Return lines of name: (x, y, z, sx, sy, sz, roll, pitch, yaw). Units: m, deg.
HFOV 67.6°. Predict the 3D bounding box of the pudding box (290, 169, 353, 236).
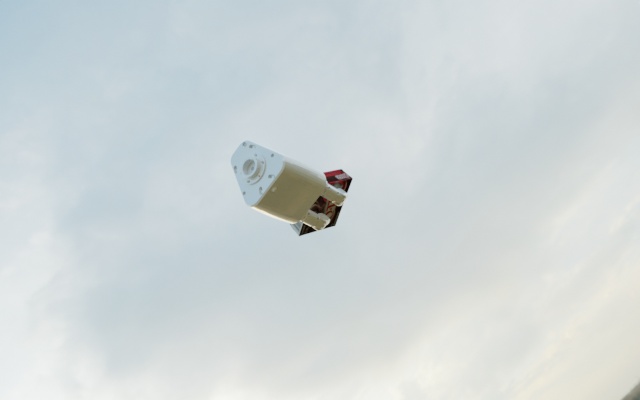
pudding box: (0.000, 0.003, 0.852, 0.090, 0.114, 0.039, -13, 46, -39)
